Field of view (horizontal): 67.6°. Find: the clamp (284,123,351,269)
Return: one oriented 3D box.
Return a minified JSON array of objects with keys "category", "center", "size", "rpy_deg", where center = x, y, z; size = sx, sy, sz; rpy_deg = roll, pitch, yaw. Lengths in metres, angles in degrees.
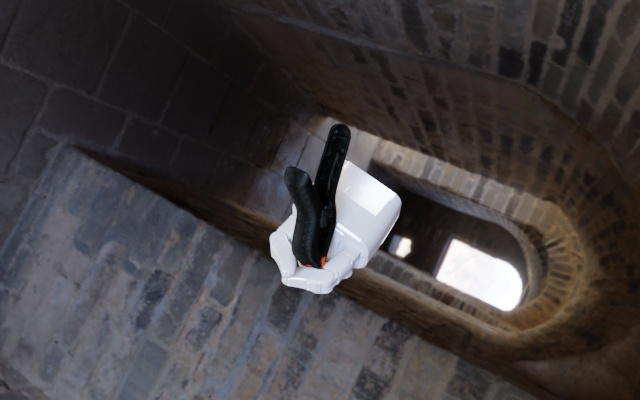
[{"category":"clamp","center":[0.001,0.002,0.525],"size":[0.039,0.172,0.120],"rpy_deg":[25,48,21]}]
